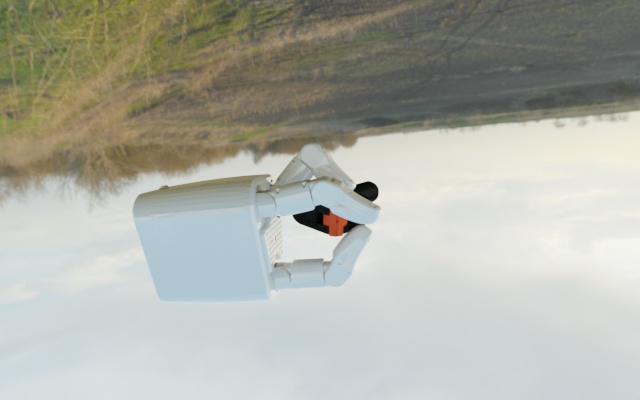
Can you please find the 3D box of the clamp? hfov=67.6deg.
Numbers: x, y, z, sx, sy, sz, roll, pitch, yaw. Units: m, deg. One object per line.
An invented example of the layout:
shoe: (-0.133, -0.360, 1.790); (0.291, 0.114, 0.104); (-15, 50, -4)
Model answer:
clamp: (0.000, 0.002, 0.489); (0.120, 0.039, 0.171); (-4, 8, 7)
